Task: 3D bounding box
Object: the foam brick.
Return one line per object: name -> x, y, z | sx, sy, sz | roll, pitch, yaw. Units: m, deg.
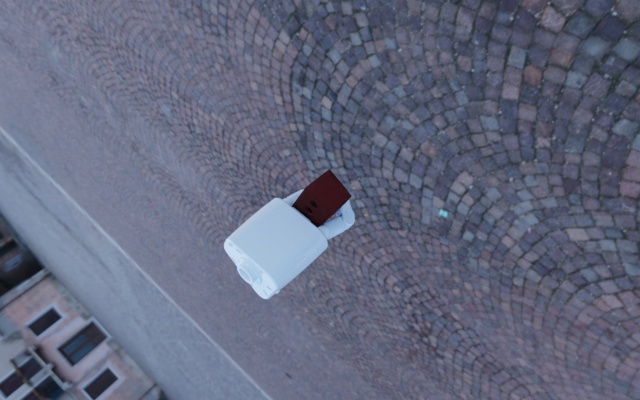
foam brick -> 0.000, 0.002, 0.709 | 0.051, 0.053, 0.078 | -38, -7, -30
